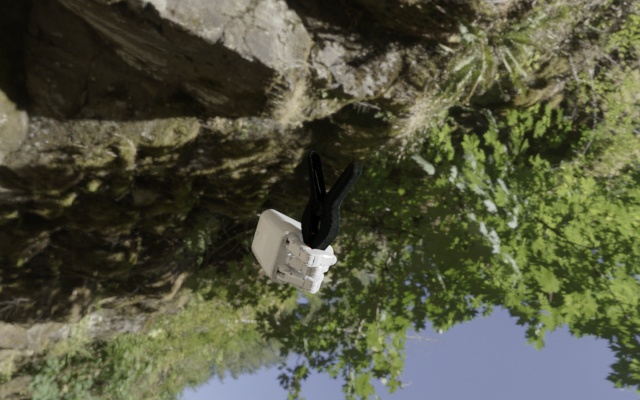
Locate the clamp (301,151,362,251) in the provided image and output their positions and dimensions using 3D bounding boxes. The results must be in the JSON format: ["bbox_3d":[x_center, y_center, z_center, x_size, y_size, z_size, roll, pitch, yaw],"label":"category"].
[{"bbox_3d":[0.001,0.003,0.767,0.039,0.171,0.120,11,15,-35],"label":"clamp"}]
